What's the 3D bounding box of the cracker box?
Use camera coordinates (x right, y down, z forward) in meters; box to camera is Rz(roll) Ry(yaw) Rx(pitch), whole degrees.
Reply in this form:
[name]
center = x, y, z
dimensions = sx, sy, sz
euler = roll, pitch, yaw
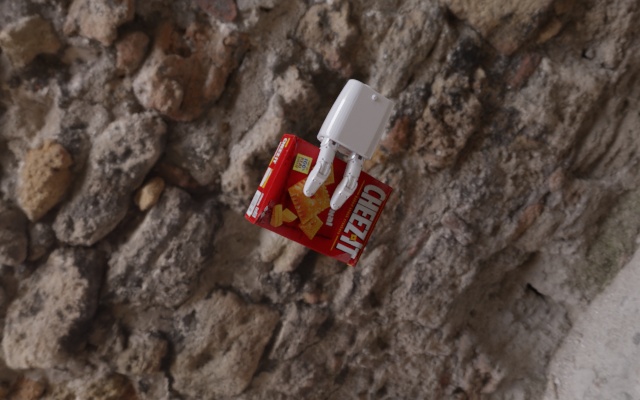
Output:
[cracker box]
center = 0.000, 0.003, 0.845
dimensions = 0.214, 0.164, 0.072
euler = 26, 0, -22
